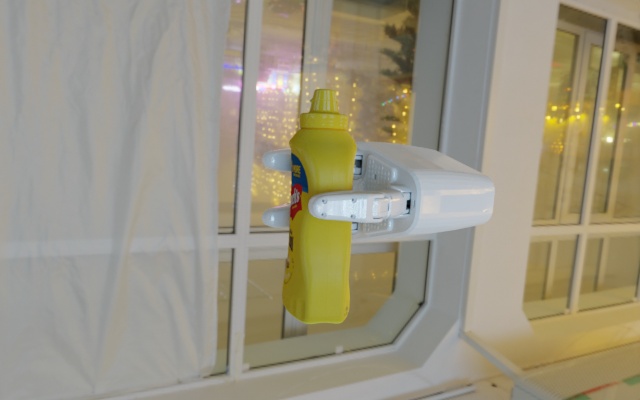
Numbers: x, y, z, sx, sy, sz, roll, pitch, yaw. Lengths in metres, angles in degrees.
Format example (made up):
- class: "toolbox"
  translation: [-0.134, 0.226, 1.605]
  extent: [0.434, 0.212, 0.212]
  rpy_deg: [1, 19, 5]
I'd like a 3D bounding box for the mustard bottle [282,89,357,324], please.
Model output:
- class: "mustard bottle"
  translation: [0.000, 0.002, 0.415]
  extent: [0.058, 0.191, 0.096]
  rpy_deg: [2, 8, -9]
